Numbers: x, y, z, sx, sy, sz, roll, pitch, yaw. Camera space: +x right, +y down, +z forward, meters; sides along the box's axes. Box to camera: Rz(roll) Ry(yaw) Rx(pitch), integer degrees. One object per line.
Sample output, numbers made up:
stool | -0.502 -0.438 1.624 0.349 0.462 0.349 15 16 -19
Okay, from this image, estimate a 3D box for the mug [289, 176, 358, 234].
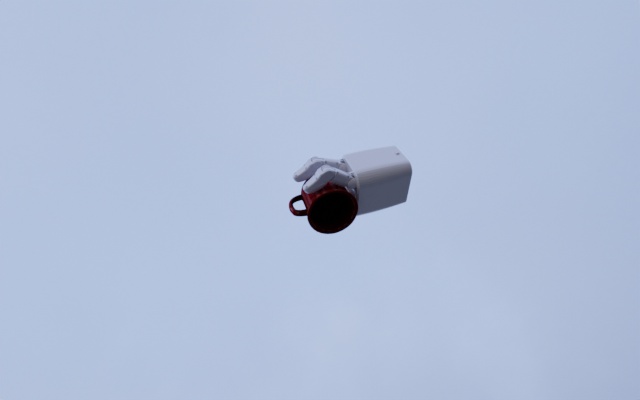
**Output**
mug | -0.001 0.003 0.863 0.117 0.093 0.081 -12 35 -10
